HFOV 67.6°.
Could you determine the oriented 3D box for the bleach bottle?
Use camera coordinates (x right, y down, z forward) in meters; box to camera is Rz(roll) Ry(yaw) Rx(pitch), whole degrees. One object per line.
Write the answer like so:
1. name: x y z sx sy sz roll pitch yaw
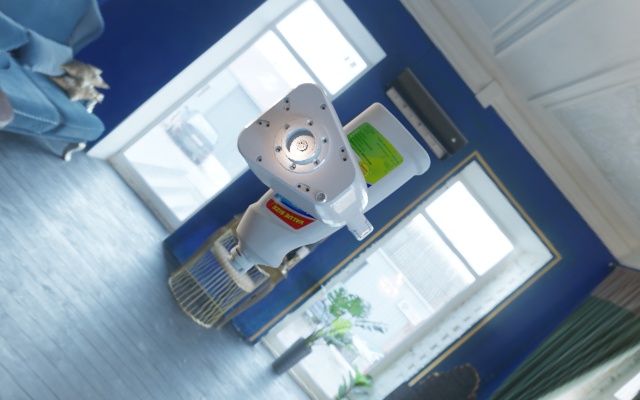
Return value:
1. bleach bottle: 0.000 0.002 0.560 0.251 0.102 0.068 -40 -13 -1
